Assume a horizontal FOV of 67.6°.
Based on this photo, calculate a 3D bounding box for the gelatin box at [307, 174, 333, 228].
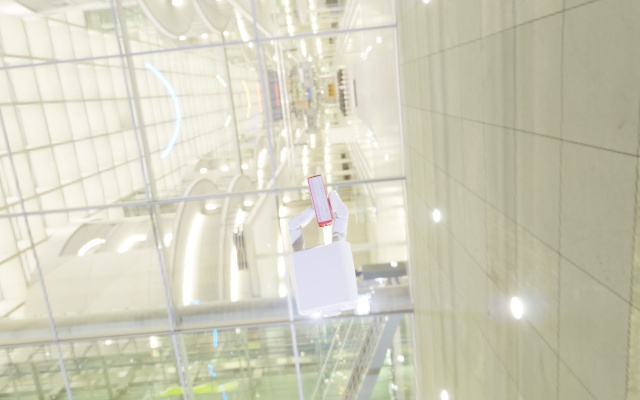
[{"bbox_3d":[0.000,0.003,0.876,0.030,0.089,0.073,-14,-8,-1],"label":"gelatin box"}]
